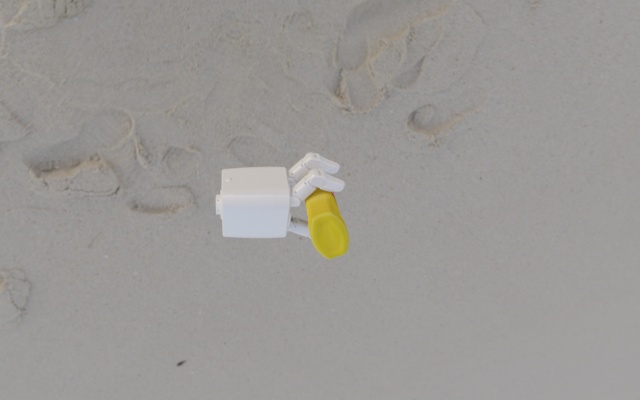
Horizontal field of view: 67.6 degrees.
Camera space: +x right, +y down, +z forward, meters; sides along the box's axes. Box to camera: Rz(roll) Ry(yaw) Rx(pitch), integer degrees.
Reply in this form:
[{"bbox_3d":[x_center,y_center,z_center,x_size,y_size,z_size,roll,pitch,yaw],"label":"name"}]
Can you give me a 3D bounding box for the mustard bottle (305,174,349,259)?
[{"bbox_3d":[0.001,0.003,0.800,0.058,0.096,0.191,-20,36,4],"label":"mustard bottle"}]
